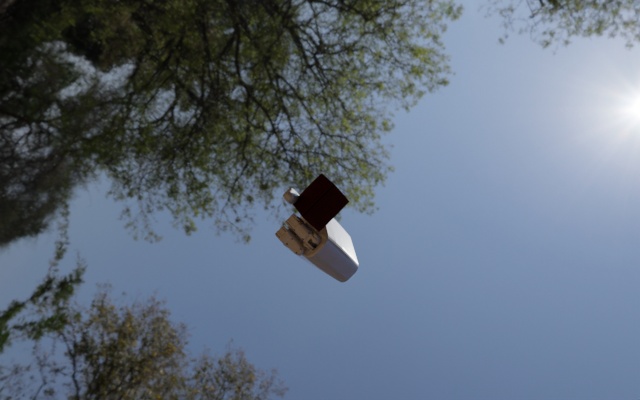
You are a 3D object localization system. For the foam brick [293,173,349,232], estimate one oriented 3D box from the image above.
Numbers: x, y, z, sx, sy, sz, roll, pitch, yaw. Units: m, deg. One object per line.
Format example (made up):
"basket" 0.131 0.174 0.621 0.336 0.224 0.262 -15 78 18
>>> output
"foam brick" 0.000 0.003 0.831 0.051 0.078 0.053 43 4 -35
